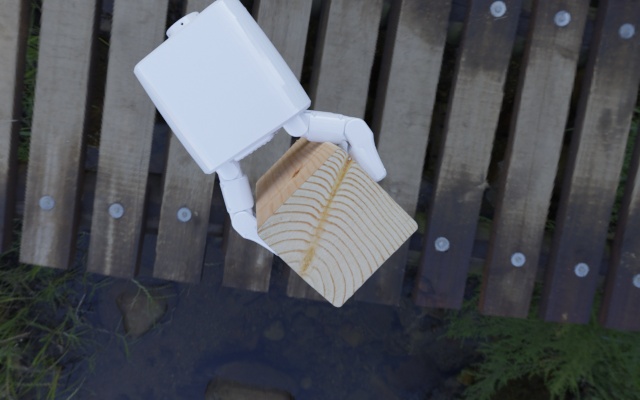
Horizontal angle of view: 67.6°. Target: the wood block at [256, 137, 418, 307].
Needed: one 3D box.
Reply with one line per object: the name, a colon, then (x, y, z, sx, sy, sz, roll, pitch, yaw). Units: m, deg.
wood block: (0.000, 0.001, 0.451, 0.090, 0.091, 0.206, 44, 3, -14)
